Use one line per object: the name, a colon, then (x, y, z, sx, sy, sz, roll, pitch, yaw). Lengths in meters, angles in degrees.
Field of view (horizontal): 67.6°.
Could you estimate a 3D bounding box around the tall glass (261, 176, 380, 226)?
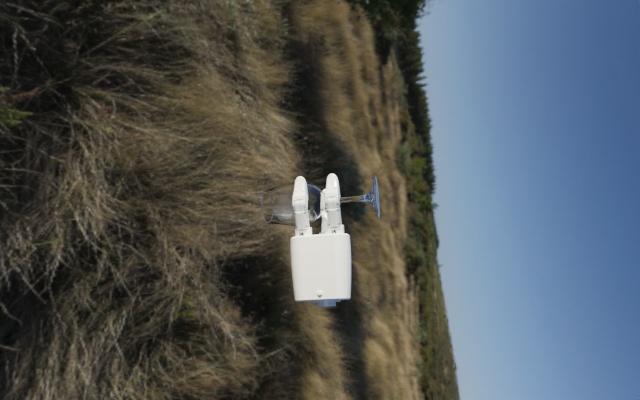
tall glass: (0.001, 0.003, 0.839, 0.201, 0.079, 0.079, -5, -1, 11)
